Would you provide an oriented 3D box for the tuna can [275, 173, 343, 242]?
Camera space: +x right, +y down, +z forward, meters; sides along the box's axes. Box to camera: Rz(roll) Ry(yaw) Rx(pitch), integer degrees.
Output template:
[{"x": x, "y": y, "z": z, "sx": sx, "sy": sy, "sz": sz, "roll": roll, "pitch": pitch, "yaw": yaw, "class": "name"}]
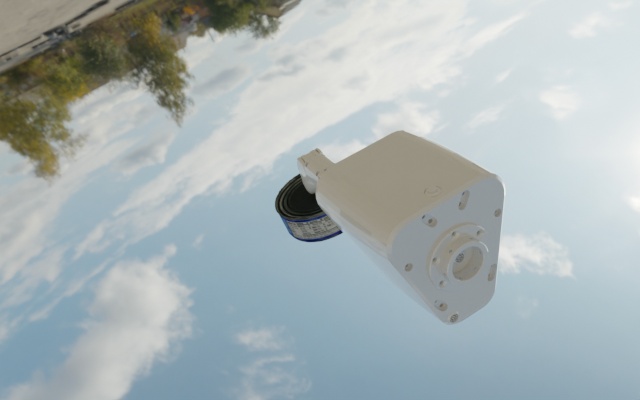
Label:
[{"x": 0.000, "y": 0.002, "z": 0.476, "sx": 0.086, "sy": 0.034, "sz": 0.086, "roll": -17, "pitch": 33, "yaw": 12, "class": "tuna can"}]
